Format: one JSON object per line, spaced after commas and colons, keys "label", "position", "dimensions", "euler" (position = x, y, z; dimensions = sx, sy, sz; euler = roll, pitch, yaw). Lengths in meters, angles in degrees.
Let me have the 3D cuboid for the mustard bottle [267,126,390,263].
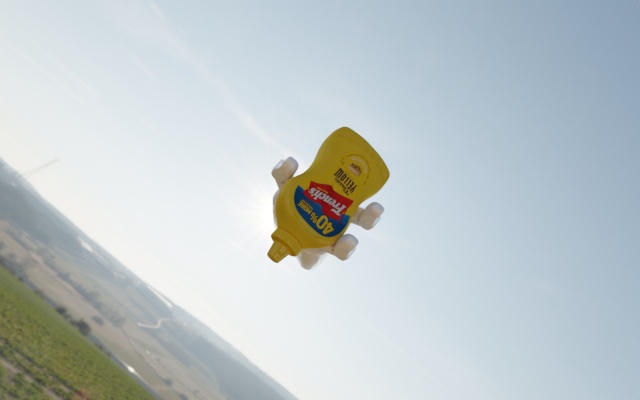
{"label": "mustard bottle", "position": [0.000, 0.002, 0.601], "dimensions": [0.096, 0.191, 0.058], "euler": [46, -22, -14]}
